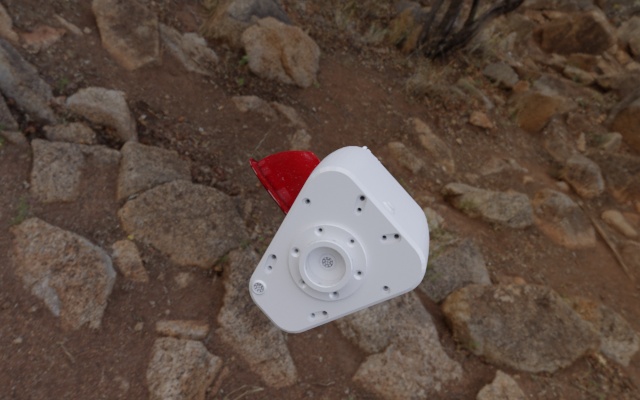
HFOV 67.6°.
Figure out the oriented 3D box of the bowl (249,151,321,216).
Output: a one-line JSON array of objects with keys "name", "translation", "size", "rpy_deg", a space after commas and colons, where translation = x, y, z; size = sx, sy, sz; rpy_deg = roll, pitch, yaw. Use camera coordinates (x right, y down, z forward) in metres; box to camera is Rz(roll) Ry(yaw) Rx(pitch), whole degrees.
[{"name": "bowl", "translation": [0.000, 0.001, 0.496], "size": [0.055, 0.162, 0.162], "rpy_deg": [-41, -2, 2]}]
